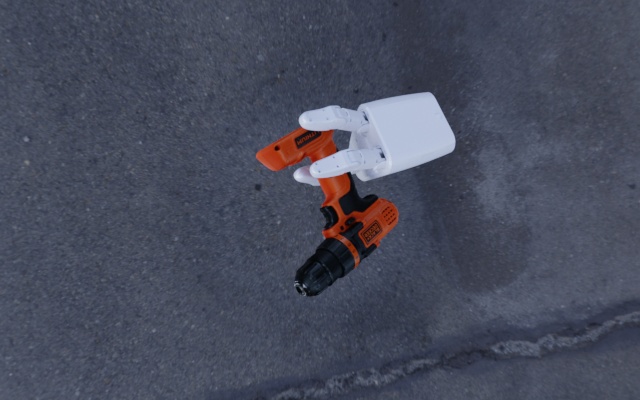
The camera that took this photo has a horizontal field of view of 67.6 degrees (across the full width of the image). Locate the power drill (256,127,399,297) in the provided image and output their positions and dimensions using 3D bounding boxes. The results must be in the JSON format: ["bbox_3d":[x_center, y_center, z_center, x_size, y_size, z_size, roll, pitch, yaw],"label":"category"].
[{"bbox_3d":[0.000,0.001,0.599,0.184,0.188,0.057,-38,13,-36],"label":"power drill"}]
